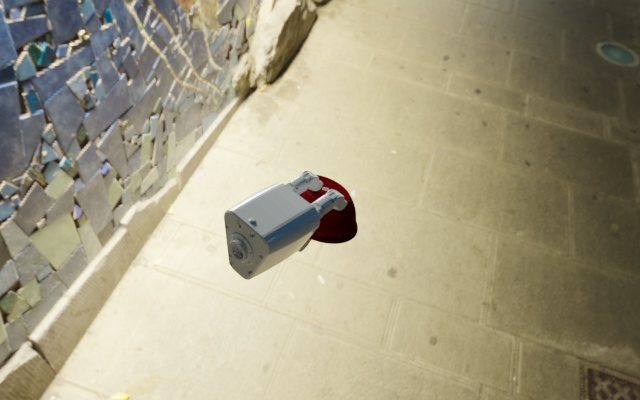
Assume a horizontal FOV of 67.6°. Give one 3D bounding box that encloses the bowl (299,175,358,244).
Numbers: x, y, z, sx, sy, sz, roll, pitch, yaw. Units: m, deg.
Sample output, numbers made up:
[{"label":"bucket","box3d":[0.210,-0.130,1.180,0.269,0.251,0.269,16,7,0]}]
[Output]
[{"label":"bowl","box3d":[0.001,0.002,0.827,0.162,0.055,0.162,18,29,-11]}]
